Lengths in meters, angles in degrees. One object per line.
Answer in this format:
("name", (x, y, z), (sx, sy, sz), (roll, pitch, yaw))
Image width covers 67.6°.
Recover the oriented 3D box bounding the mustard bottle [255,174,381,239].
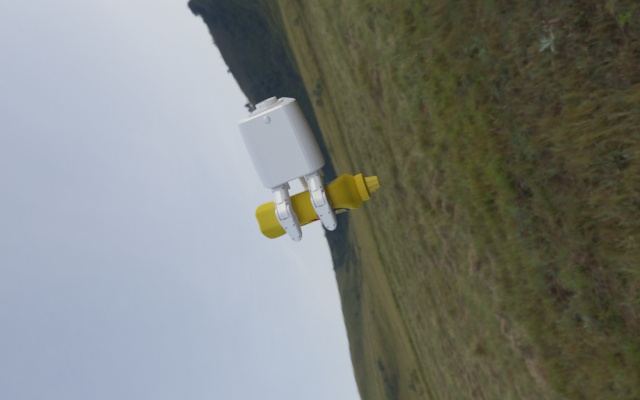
("mustard bottle", (0.000, 0.003, 0.743), (0.191, 0.058, 0.096), (-20, -6, 9))
